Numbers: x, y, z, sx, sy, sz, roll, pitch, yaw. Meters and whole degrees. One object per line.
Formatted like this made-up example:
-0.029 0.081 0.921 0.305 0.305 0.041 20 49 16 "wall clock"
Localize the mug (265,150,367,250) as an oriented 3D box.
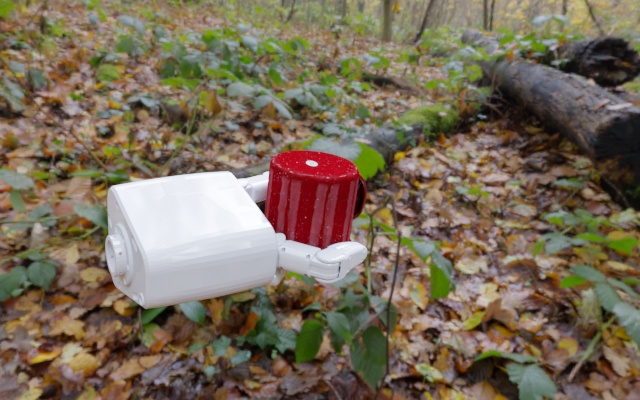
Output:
0.001 0.001 0.449 0.117 0.081 0.093 -10 27 -37 "mug"
